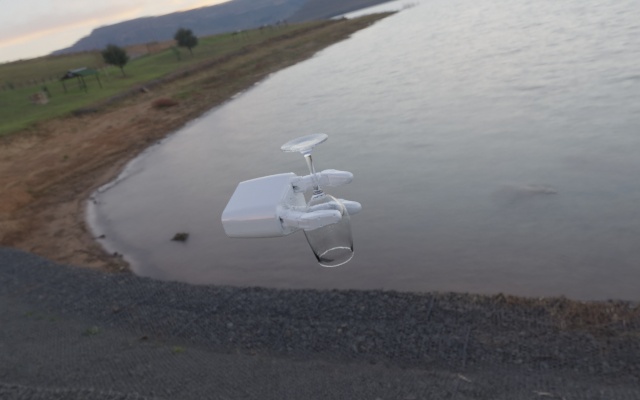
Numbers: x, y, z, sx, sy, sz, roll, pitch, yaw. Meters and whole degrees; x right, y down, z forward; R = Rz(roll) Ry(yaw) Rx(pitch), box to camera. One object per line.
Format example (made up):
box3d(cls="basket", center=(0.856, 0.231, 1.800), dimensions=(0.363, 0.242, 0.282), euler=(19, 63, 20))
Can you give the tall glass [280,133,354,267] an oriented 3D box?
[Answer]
box3d(cls="tall glass", center=(0.000, 0.002, 0.748), dimensions=(0.079, 0.201, 0.079), euler=(-14, 21, 5))
